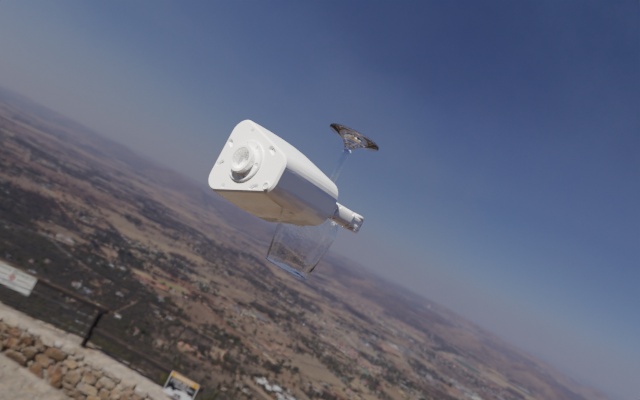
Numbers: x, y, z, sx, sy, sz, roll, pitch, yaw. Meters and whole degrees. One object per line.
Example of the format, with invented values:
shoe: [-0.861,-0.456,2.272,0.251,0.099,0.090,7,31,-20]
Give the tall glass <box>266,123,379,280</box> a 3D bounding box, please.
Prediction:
tall glass: [0.001,0.002,0.638,0.079,0.201,0.079,27,-4,2]
